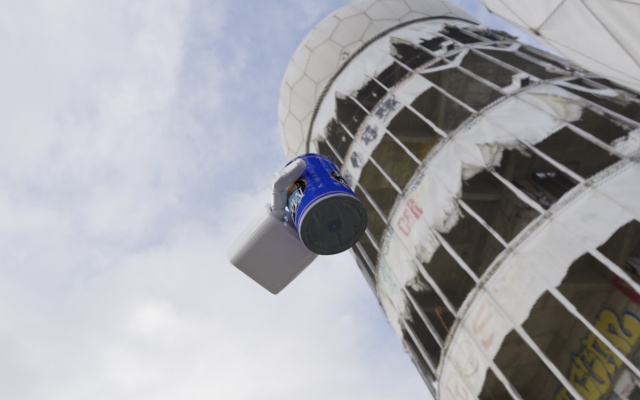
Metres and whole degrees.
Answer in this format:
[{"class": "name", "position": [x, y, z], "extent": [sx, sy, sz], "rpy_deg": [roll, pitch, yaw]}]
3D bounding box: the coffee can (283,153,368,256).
[{"class": "coffee can", "position": [0.000, 0.002, 0.735], "extent": [0.103, 0.103, 0.140], "rpy_deg": [0, 30, -19]}]
